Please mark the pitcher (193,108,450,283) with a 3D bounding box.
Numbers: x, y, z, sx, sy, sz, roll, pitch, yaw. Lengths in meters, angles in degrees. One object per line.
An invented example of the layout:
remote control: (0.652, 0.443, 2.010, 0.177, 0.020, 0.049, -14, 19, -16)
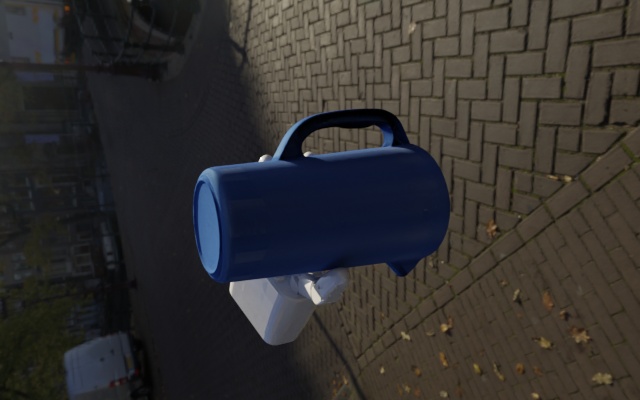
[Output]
pitcher: (0.000, 0.002, 0.493, 0.243, 0.149, 0.145, -6, -40, -28)
